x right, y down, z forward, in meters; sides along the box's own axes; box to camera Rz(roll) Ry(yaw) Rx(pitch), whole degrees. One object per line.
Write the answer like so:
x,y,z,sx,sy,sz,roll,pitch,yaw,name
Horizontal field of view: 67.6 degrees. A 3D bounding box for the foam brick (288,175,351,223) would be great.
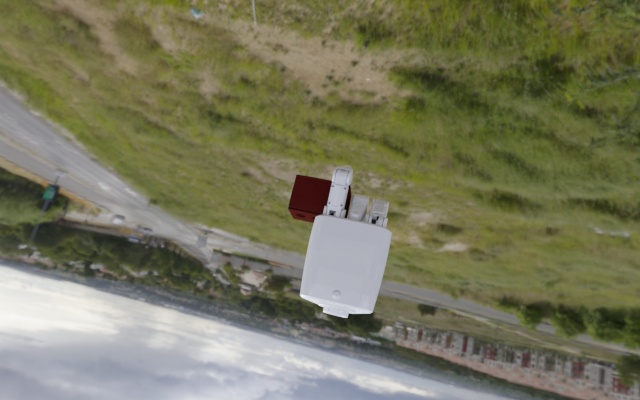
0.000,0.002,0.657,0.078,0.051,0.053,11,-15,9,foam brick
